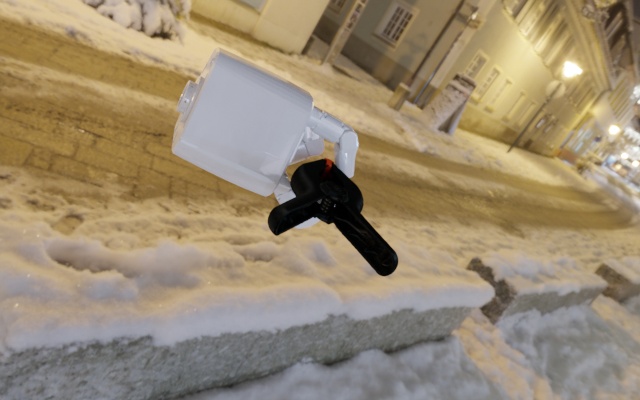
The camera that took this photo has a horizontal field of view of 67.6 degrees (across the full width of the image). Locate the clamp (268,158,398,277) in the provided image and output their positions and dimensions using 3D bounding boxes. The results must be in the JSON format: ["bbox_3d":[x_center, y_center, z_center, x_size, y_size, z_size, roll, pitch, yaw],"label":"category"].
[{"bbox_3d":[0.000,0.001,0.460,0.120,0.039,0.171,24,21,-25],"label":"clamp"}]
